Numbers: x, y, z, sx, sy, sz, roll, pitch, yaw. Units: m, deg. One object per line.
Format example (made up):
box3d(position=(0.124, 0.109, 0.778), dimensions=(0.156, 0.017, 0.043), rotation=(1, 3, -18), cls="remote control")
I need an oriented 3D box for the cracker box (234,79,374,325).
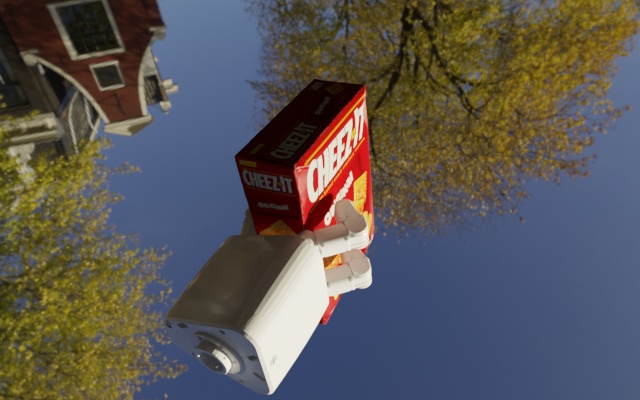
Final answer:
box3d(position=(0.000, 0.002, 0.524), dimensions=(0.072, 0.214, 0.164), rotation=(12, 42, 23), cls="cracker box")
